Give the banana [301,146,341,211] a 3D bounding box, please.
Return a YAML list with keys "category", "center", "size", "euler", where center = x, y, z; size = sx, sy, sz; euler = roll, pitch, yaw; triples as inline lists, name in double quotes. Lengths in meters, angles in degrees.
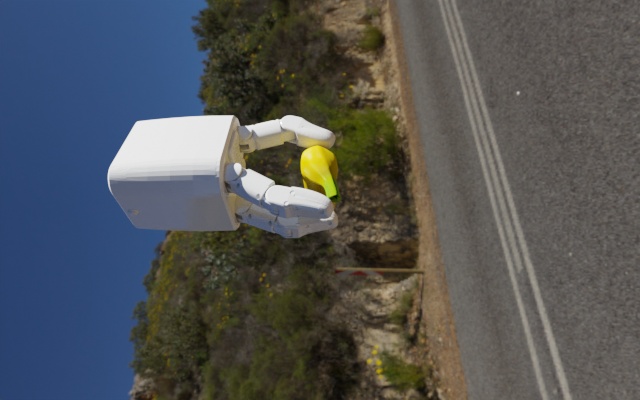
- category: "banana"
  center: [-0.001, -0.017, 0.521]
  size: [0.037, 0.069, 0.198]
  euler: [-3, -9, 0]
